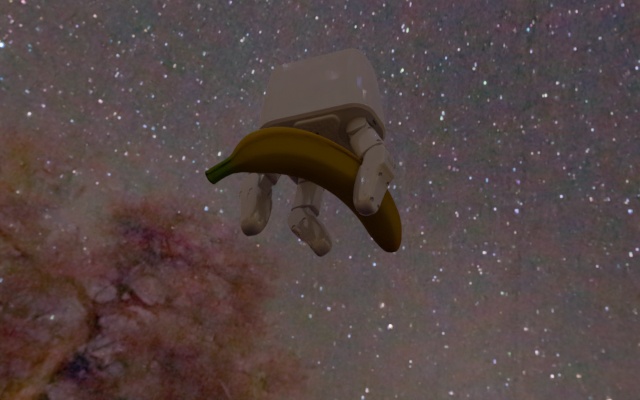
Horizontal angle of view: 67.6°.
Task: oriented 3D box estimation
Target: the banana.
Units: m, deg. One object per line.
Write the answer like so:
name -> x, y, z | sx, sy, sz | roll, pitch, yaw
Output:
banana -> 0.008, -0.013, 0.402 | 0.198, 0.070, 0.037 | 24, 29, -28
